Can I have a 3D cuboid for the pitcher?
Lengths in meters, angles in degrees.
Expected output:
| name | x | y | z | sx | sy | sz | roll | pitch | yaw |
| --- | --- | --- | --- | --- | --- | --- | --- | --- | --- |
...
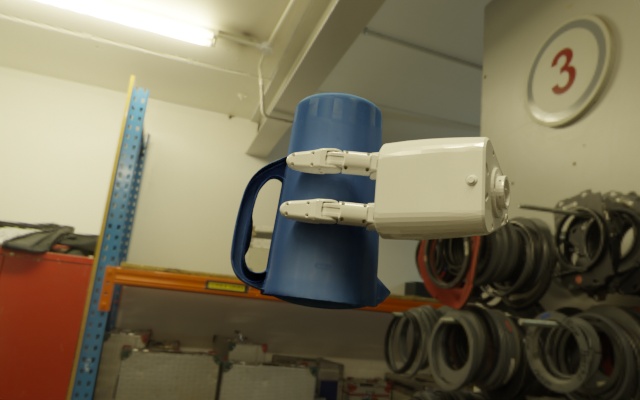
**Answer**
| name | x | y | z | sx | sy | sz | roll | pitch | yaw |
| --- | --- | --- | --- | --- | --- | --- | --- | --- | --- |
| pitcher | 0.000 | 0.002 | 0.561 | 0.145 | 0.242 | 0.149 | -3 | -15 | 34 |
